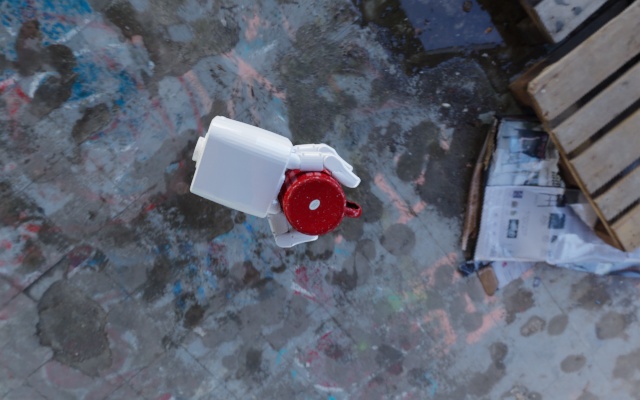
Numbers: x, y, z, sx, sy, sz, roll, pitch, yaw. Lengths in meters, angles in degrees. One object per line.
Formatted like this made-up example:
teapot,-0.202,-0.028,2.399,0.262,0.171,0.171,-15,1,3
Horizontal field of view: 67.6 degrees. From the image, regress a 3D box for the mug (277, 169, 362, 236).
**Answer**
mug,0.001,0.003,0.648,0.117,0.093,0.081,17,11,-12
